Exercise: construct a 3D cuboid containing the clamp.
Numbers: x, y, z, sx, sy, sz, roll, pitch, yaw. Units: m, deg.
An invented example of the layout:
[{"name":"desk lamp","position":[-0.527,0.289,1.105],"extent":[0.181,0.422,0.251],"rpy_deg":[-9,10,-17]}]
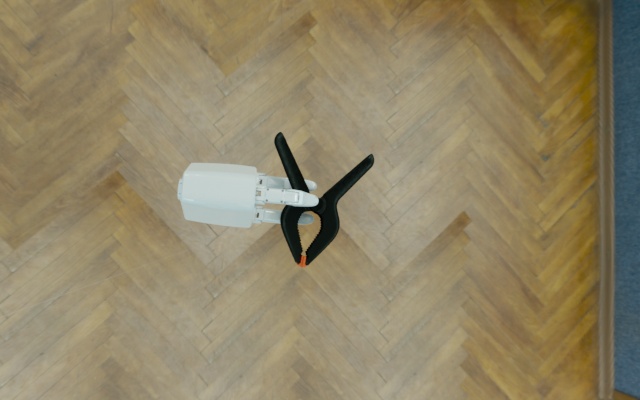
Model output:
[{"name":"clamp","position":[0.000,0.003,0.760],"extent":[0.164,0.210,0.036],"rpy_deg":[6,-5,-8]}]
